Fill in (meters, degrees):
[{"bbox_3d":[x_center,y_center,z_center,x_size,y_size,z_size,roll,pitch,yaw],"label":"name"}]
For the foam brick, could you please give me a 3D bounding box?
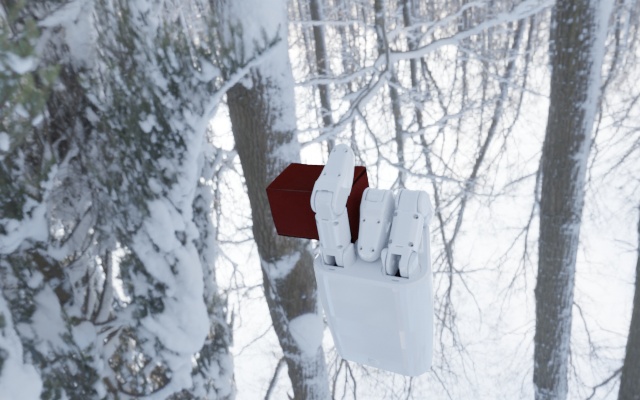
[{"bbox_3d":[0.000,0.001,0.427,0.078,0.051,0.053,6,33,28],"label":"foam brick"}]
